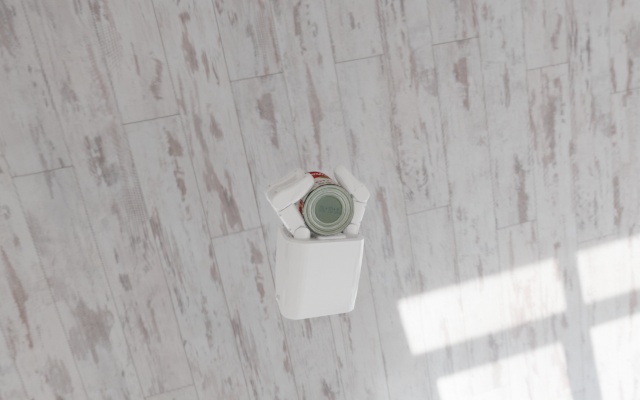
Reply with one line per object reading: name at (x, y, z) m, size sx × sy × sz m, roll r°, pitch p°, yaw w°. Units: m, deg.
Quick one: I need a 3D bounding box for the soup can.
soup can at (0.000, 0.002, 0.634) m, size 0.068 × 0.068 × 0.102 m, roll 0°, pitch 12°, yaw -12°
